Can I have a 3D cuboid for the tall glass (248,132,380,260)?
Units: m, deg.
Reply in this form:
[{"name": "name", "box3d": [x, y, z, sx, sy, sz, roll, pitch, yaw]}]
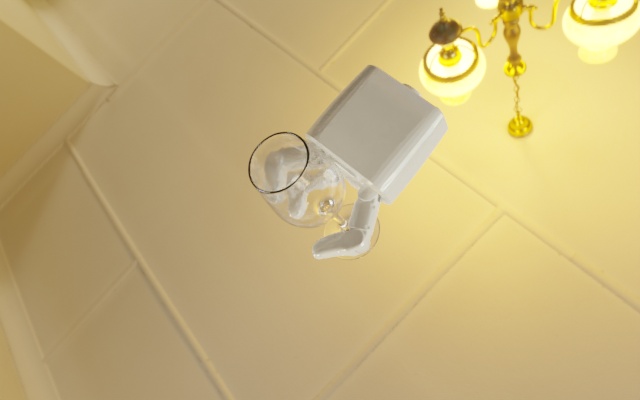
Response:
[{"name": "tall glass", "box3d": [0.000, 0.002, 0.511, 0.079, 0.079, 0.201, 0, -21, 25]}]
